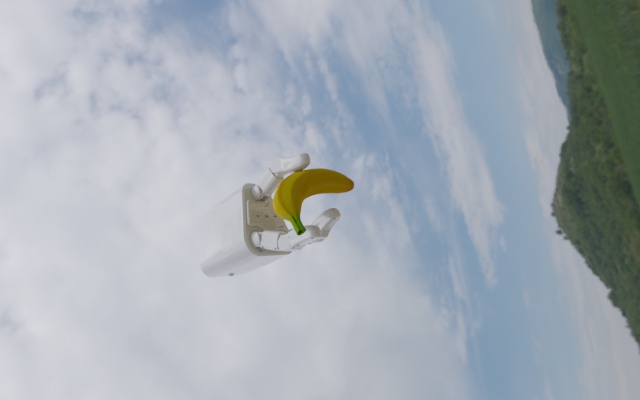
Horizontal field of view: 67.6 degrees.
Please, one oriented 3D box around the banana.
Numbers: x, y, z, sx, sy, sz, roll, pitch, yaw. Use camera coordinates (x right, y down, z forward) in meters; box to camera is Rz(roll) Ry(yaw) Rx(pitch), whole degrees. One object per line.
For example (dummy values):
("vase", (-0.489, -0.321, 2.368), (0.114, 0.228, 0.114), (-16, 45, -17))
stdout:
("banana", (-0.013, -0.011, 0.639), (0.037, 0.069, 0.197), (-40, 0, 31))
